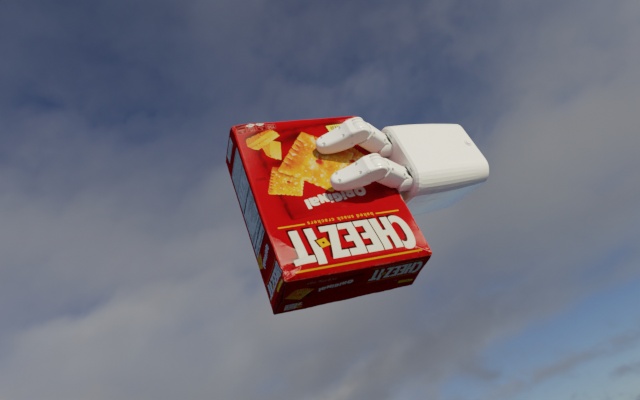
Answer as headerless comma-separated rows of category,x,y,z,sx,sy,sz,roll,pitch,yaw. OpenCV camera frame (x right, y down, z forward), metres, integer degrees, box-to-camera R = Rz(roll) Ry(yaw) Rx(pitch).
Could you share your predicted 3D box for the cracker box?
cracker box,0.000,0.002,0.532,0.164,0.213,0.072,-8,-38,-22
